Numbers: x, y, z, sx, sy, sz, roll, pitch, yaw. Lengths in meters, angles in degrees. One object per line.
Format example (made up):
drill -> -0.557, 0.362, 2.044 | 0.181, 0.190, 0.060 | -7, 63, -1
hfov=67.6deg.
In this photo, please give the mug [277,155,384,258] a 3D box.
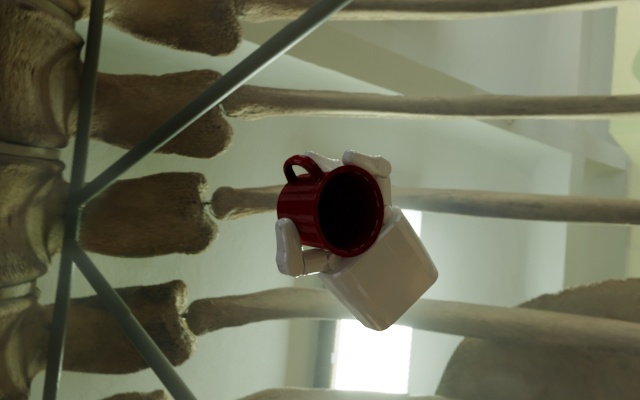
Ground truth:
mug -> -0.001, 0.001, 0.503 | 0.081, 0.117, 0.093 | 1, 44, 53
